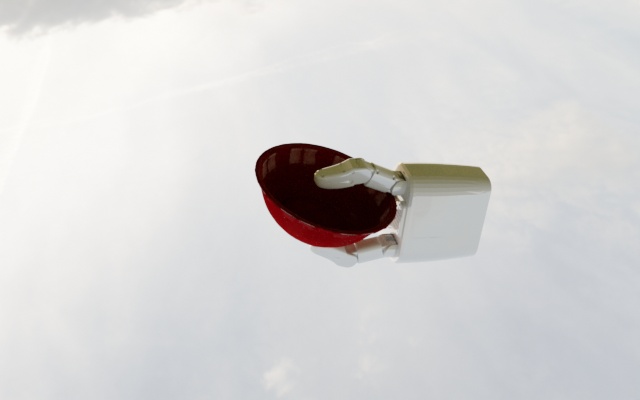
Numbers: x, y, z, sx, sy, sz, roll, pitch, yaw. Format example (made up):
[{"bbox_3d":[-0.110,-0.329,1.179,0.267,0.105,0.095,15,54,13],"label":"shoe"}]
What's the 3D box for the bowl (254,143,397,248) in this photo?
[{"bbox_3d":[-0.001,0.002,0.532,0.162,0.055,0.162,15,34,-11],"label":"bowl"}]
